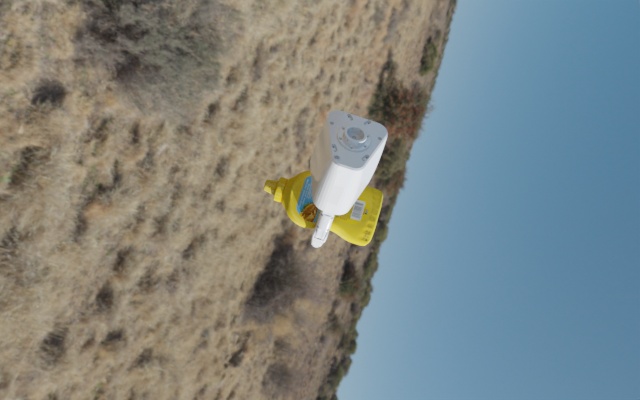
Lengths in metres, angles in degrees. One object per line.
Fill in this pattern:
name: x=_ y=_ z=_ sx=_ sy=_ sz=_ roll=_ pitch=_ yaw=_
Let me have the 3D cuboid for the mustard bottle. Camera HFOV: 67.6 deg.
mustard bottle: x=0.000 y=0.003 z=0.788 sx=0.191 sy=0.096 sz=0.058 roll=18 pitch=-13 yaw=-2
